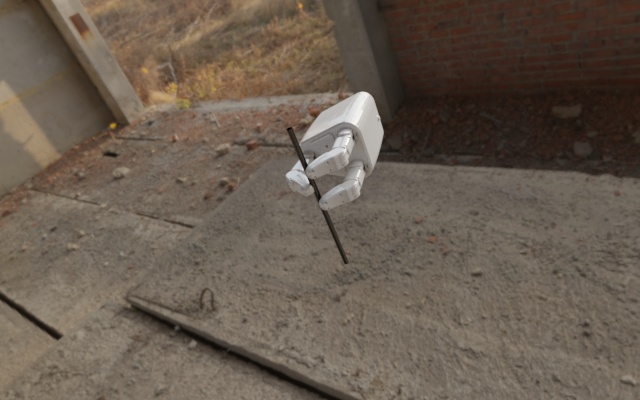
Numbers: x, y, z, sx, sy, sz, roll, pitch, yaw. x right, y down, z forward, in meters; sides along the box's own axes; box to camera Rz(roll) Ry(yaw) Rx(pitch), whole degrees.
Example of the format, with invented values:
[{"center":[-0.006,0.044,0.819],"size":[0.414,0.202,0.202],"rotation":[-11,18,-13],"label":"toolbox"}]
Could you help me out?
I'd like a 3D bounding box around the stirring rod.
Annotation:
[{"center":[0.000,0.002,0.672],"size":[0.011,0.240,0.011],"rotation":[-16,33,11],"label":"stirring rod"}]
